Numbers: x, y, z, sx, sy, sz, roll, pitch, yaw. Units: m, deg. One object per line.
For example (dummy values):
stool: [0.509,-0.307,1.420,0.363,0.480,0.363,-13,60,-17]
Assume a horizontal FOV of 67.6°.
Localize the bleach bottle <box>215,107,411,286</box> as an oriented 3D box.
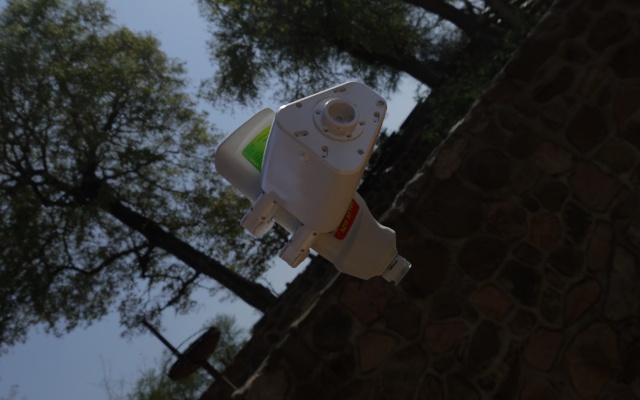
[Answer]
bleach bottle: [0.000,0.002,0.555,0.251,0.102,0.068,38,-31,11]
